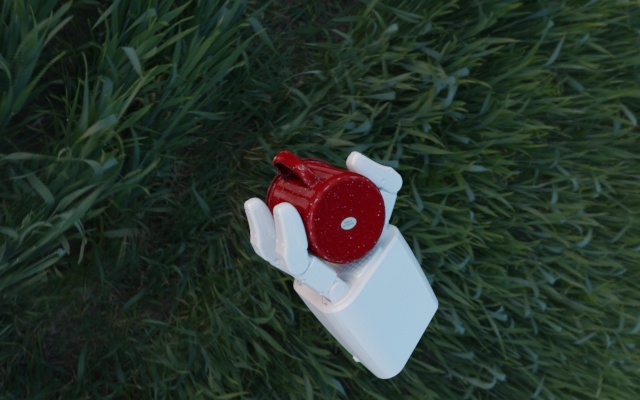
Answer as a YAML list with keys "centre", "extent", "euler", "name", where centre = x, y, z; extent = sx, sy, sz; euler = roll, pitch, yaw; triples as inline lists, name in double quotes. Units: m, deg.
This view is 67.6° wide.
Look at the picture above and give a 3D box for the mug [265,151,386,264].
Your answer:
- centre: [-0.001, 0.000, 0.437]
  extent: [0.093, 0.117, 0.081]
  euler: [-43, 26, -15]
  name: "mug"
